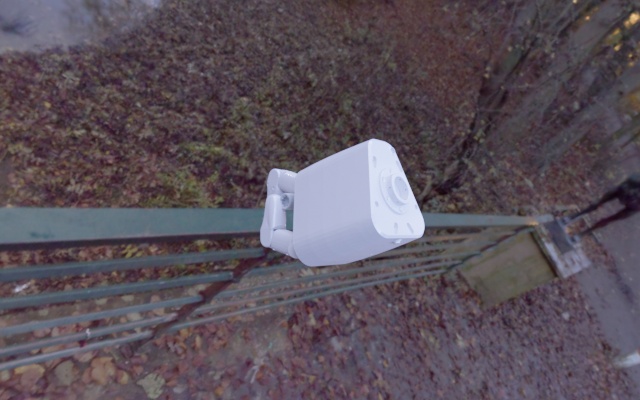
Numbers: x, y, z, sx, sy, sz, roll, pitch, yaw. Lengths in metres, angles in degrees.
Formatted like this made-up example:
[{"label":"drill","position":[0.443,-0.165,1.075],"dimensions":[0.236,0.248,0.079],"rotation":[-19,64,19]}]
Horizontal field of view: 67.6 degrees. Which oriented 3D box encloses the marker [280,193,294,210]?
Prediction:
[{"label":"marker","position":[0.000,0.002,0.580],"dimensions":[0.020,0.020,0.121],"rotation":[0,-1,42]}]
